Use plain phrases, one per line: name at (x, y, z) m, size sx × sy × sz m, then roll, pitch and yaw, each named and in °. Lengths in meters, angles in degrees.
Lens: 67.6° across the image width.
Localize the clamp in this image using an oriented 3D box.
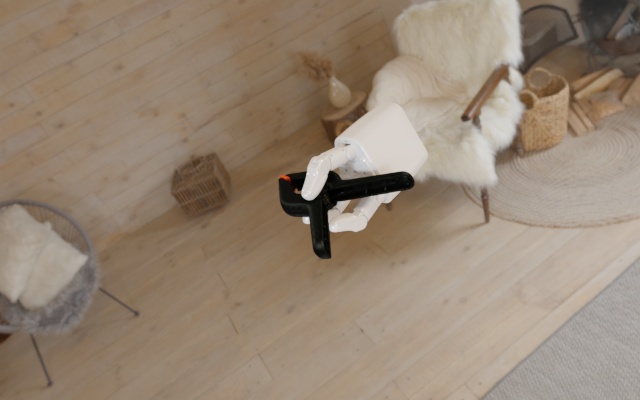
clamp at (0.000, 0.001, 0.648) m, size 0.210 × 0.036 × 0.164 m, roll 14°, pitch 46°, yaw 46°
